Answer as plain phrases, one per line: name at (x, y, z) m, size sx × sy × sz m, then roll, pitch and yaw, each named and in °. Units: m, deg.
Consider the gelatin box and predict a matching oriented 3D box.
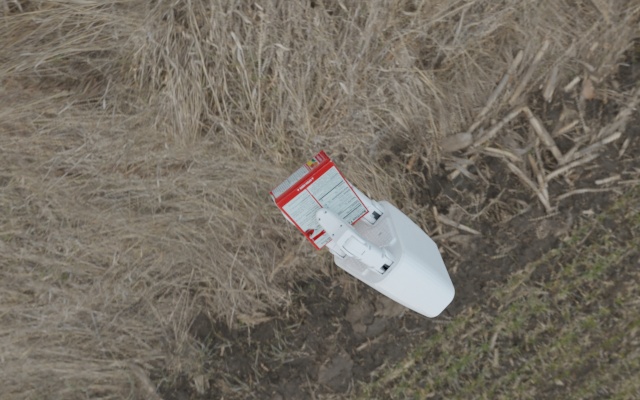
gelatin box at (0.000, 0.002, 0.518) m, size 0.089 × 0.073 × 0.030 m, roll 50°, pitch 2°, yaw -37°
